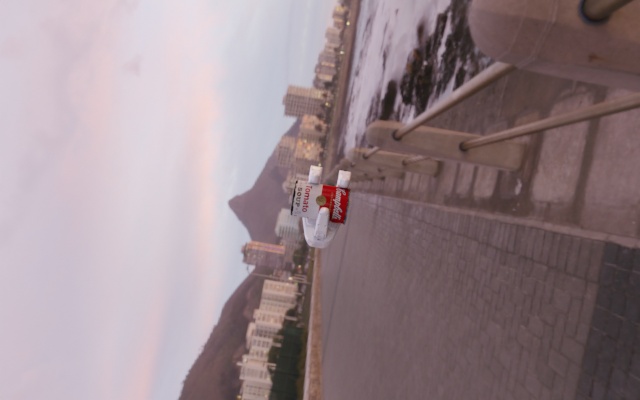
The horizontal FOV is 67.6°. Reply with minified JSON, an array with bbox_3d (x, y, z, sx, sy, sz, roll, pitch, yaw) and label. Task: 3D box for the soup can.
[{"bbox_3d":[0.000,0.003,0.876,0.102,0.068,0.068,10,0,-1],"label":"soup can"}]
